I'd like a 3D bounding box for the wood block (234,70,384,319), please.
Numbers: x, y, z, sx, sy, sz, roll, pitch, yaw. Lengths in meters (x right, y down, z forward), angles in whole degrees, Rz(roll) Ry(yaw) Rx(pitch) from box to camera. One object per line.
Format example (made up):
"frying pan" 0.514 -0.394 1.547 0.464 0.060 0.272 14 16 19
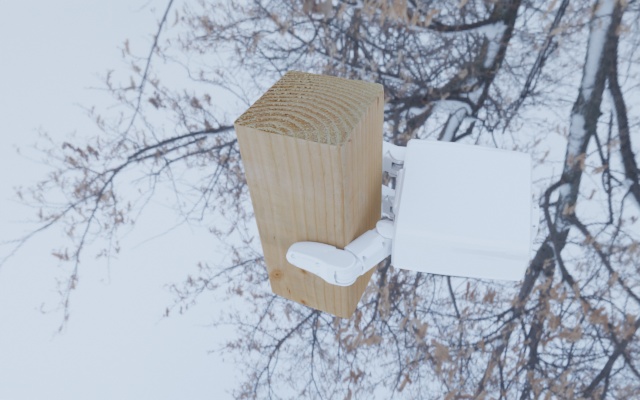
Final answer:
"wood block" 0.000 0.002 0.432 0.090 0.206 0.090 15 46 21
